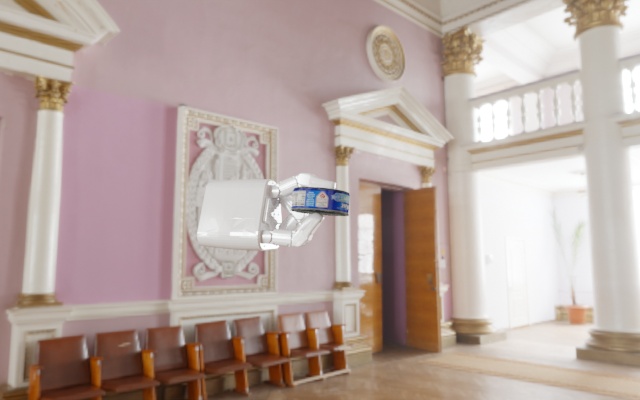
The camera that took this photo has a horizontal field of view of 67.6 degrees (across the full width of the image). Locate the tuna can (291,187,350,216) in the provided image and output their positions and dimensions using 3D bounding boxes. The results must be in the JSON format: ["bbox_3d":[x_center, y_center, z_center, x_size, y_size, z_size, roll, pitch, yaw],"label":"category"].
[{"bbox_3d":[0.000,0.002,0.701,0.086,0.033,0.086,5,-6,0],"label":"tuna can"}]
